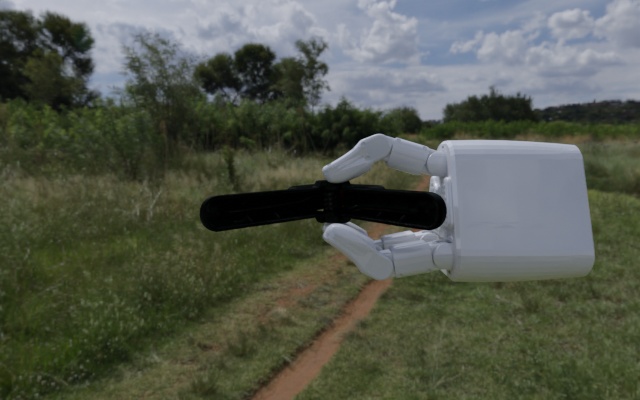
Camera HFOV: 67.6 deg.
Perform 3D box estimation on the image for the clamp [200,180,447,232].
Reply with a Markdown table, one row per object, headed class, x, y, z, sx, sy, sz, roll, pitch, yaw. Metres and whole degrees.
| class | x | y | z | sx | sy | sz | roll | pitch | yaw |
| --- | --- | --- | --- | --- | --- | --- | --- | --- | --- |
| clamp | 0.000 | 0.000 | 0.403 | 0.164 | 0.036 | 0.210 | 0 | 4 | 0 |
